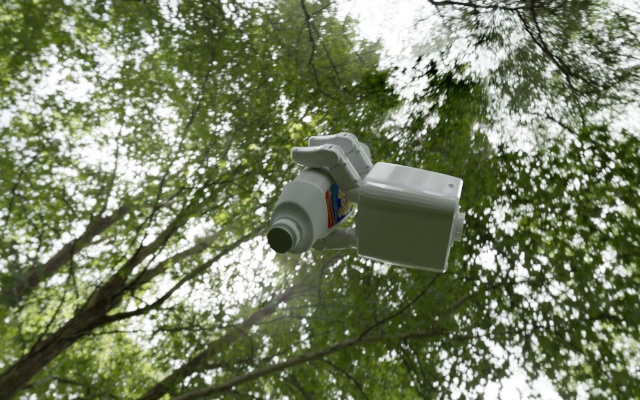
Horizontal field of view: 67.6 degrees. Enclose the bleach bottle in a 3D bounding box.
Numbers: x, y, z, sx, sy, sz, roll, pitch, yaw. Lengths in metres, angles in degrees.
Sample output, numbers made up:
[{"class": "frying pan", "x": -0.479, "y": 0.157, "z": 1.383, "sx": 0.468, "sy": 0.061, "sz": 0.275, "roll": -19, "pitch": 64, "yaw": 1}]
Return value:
[{"class": "bleach bottle", "x": 0.000, "y": 0.002, "z": 0.581, "sx": 0.068, "sy": 0.103, "sz": 0.250, "roll": 11, "pitch": 25, "yaw": 16}]
